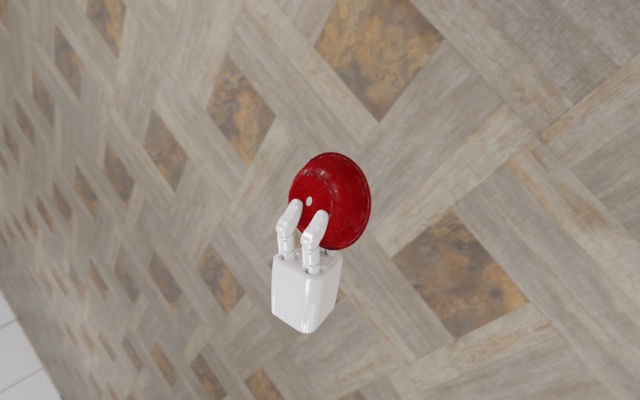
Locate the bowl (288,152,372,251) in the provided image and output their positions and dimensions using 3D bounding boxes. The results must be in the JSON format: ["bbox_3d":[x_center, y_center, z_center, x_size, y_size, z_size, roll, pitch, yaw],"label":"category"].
[{"bbox_3d":[0.000,0.001,0.762,0.162,0.162,0.055,0,2,40],"label":"bowl"}]
